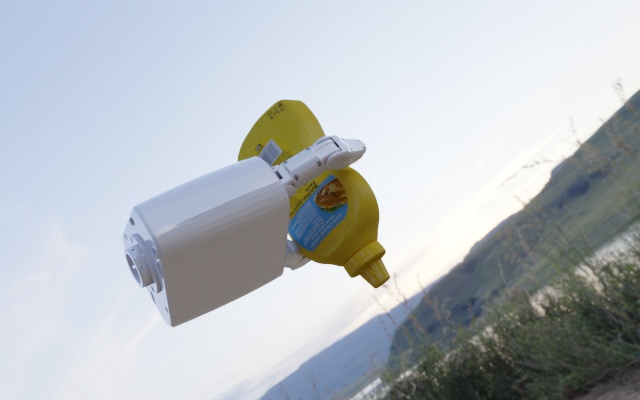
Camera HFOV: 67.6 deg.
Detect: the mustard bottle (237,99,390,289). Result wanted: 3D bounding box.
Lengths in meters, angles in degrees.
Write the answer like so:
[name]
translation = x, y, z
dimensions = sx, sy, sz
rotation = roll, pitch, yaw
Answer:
[mustard bottle]
translation = 0.000, 0.001, 0.453
dimensions = 0.058, 0.191, 0.096
rotation = -11, -32, -53
